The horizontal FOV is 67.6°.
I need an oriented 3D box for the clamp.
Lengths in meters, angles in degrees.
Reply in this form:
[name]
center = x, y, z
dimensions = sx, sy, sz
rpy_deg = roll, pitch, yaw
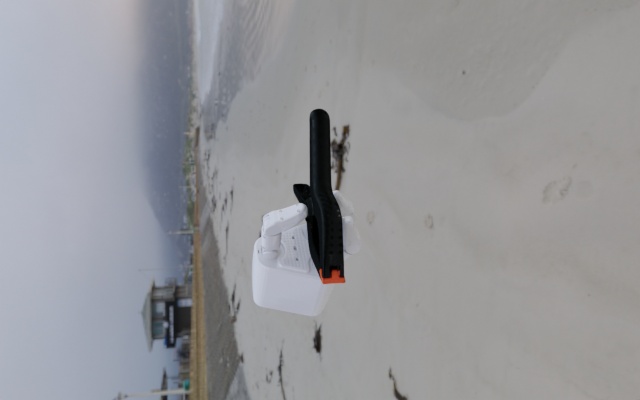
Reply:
[clamp]
center = -0.001, 0.003, 0.594
dimensions = 0.036, 0.209, 0.165
rpy_deg = -2, -42, -13
